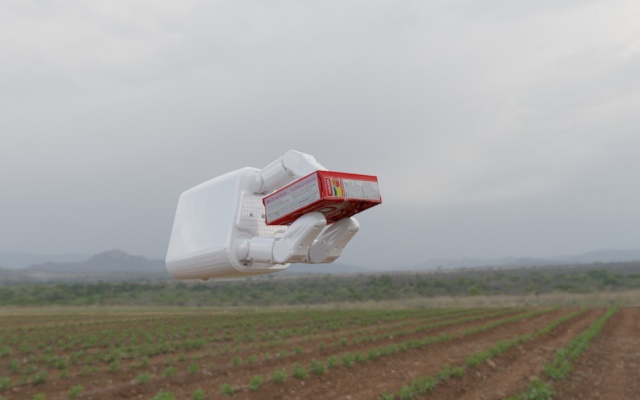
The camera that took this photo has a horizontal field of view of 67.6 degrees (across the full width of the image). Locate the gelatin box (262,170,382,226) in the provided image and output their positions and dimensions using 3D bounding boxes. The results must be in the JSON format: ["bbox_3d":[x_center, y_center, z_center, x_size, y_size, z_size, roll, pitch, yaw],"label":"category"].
[{"bbox_3d":[0.000,0.001,0.445,0.073,0.030,0.089,4,-20,-40],"label":"gelatin box"}]
